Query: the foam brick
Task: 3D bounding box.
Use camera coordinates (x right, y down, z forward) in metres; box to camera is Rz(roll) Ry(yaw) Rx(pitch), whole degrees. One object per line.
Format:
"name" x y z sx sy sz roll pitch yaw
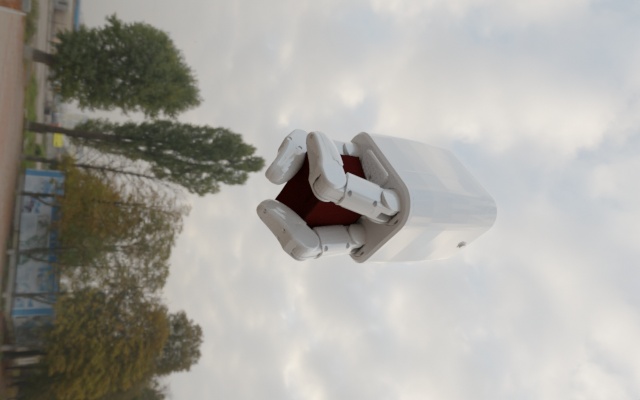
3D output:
"foam brick" 0.000 0.001 0.422 0.051 0.053 0.078 4 -35 -29
